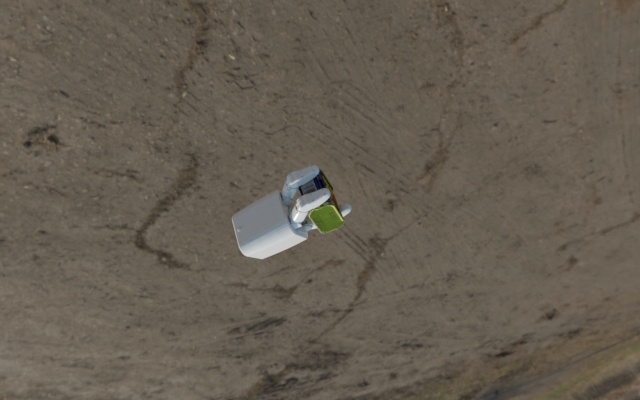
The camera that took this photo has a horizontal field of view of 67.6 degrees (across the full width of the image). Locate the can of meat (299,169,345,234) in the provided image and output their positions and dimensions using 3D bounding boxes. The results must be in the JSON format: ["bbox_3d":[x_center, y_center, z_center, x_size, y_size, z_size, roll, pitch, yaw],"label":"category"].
[{"bbox_3d":[0.000,0.003,0.892,0.057,0.084,0.102,-25,-33,7],"label":"can of meat"}]
